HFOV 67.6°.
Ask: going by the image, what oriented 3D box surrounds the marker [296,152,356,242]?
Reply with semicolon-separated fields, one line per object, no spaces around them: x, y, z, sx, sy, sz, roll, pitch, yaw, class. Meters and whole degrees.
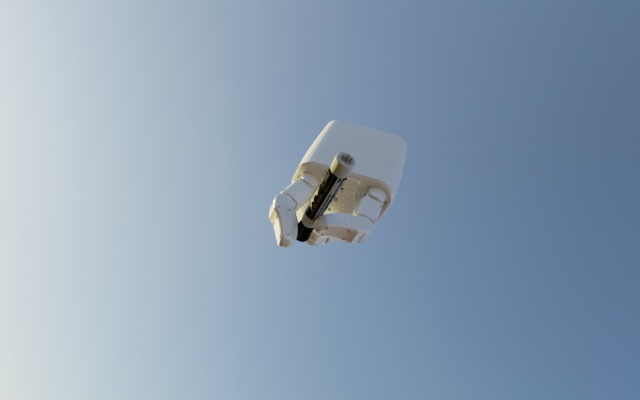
0.000;0.002;0.460;0.020;0.020;0.121;0;-39;-29;marker
